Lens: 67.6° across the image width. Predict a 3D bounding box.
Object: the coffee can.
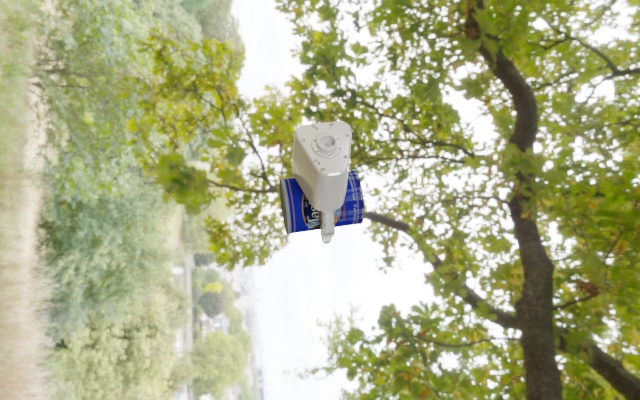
[{"bbox_3d":[0.000,0.003,0.884,0.140,0.103,0.103,-7,1,-8],"label":"coffee can"}]
